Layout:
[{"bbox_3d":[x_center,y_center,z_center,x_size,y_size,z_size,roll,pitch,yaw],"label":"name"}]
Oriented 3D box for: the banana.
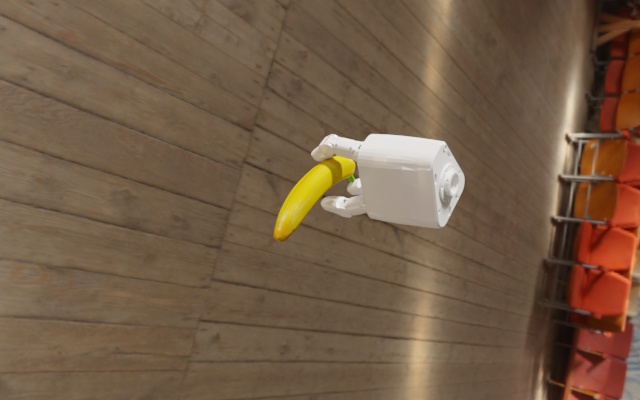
[{"bbox_3d":[0.000,-0.016,0.671,0.037,0.070,0.197,13,34,34],"label":"banana"}]
